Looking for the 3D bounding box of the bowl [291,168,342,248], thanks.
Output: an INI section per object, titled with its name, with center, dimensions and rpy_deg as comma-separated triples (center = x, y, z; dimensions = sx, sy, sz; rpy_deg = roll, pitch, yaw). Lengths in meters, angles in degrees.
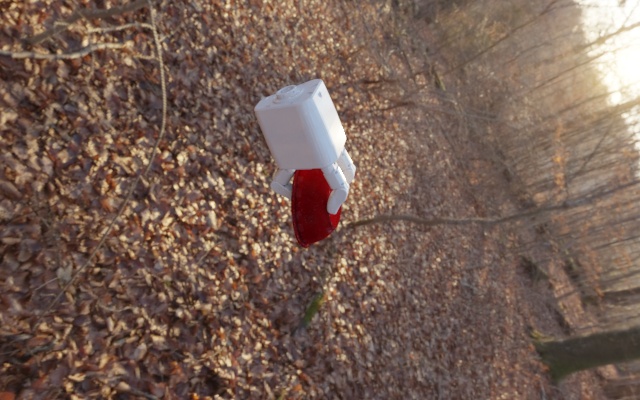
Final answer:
[bowl]
center = 0.001, 0.004, 0.827
dimensions = 0.055, 0.162, 0.162
rpy_deg = 1, 0, 15
